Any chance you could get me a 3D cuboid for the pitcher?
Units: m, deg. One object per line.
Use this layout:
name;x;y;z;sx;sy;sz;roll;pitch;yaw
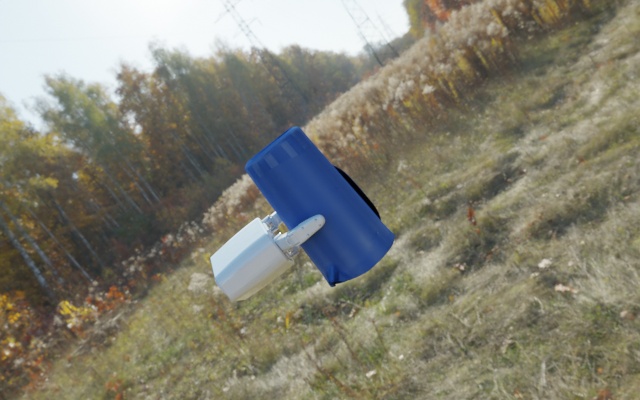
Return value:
pitcher;0.000;0.003;0.762;0.145;0.243;0.149;-39;9;-2
